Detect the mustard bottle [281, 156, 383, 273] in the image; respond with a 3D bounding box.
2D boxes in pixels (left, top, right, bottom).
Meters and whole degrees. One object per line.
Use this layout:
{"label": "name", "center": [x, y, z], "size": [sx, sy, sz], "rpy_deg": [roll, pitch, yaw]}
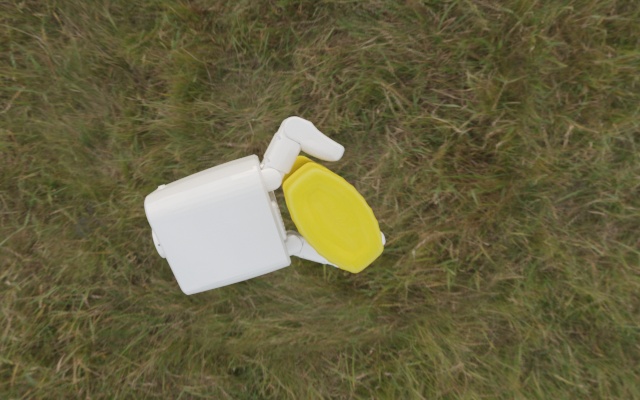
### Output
{"label": "mustard bottle", "center": [0.000, 0.001, 0.469], "size": [0.058, 0.096, 0.191], "rpy_deg": [-42, 12, 1]}
